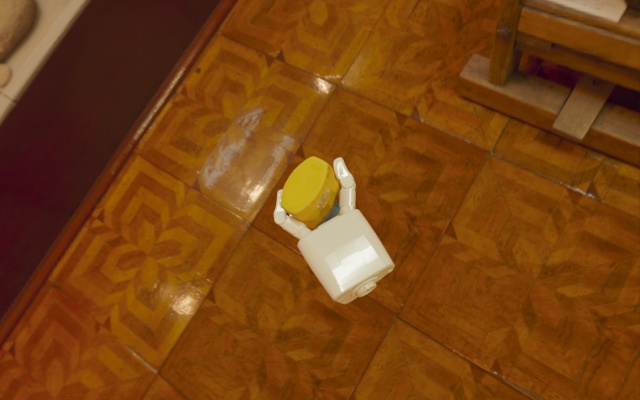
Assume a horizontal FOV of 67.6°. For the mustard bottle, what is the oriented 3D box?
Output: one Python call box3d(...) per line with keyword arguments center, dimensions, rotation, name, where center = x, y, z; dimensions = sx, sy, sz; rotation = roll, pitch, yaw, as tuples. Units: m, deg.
box3d(center=(0.000, 0.002, 0.801), dimensions=(0.058, 0.096, 0.192), rotation=(29, -7, 22), name="mustard bottle")
